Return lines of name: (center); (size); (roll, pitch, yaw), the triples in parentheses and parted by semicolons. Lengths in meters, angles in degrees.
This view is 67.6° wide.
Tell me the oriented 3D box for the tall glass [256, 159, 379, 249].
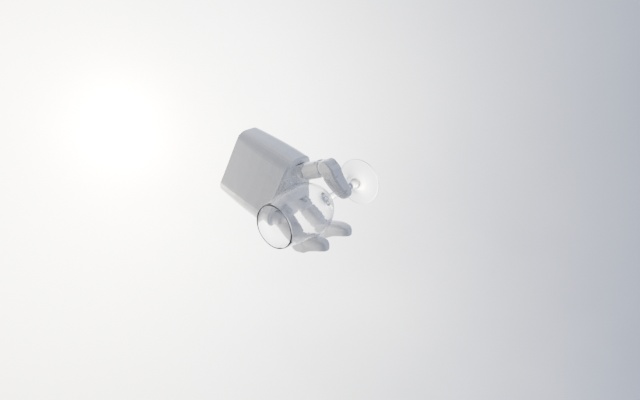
tall glass: (0.001, 0.002, 0.682); (0.079, 0.079, 0.201); (0, 19, 40)
